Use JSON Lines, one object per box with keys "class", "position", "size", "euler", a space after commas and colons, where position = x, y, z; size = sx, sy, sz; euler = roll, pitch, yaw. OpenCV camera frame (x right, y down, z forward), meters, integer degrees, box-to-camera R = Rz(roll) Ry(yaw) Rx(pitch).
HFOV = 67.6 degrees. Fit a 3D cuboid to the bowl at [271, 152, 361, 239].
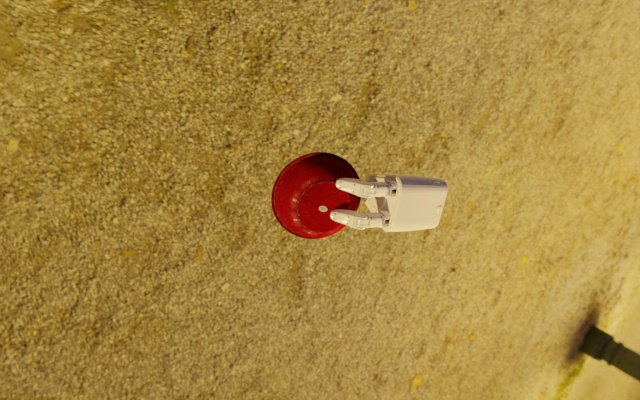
{"class": "bowl", "position": [-0.001, 0.003, 0.806], "size": [0.162, 0.162, 0.055], "euler": [0, 21, -14]}
